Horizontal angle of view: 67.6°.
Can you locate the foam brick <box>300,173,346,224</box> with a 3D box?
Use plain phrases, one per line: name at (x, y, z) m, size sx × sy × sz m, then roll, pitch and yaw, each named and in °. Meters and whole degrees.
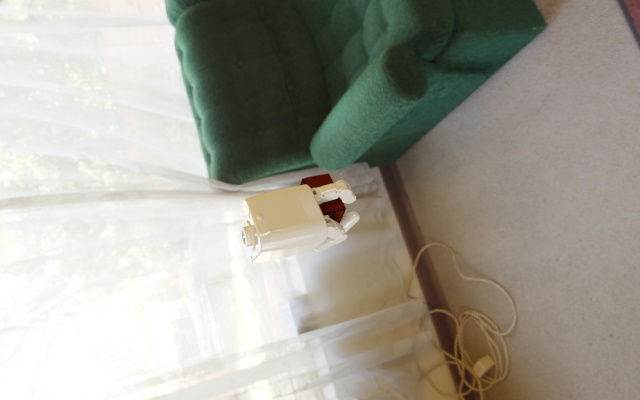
foam brick at (0.000, 0.002, 0.796) m, size 0.051 × 0.078 × 0.053 m, roll -12°, pitch -32°, yaw -22°
